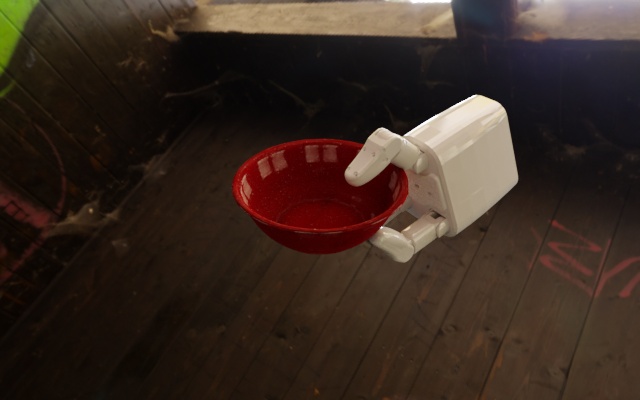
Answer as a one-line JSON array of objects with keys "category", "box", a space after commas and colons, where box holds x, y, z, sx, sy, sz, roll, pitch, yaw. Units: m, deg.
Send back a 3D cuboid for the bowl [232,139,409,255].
[{"category": "bowl", "box": [-0.001, 0.002, 0.453, 0.162, 0.055, 0.162, 0, 34, 0]}]
